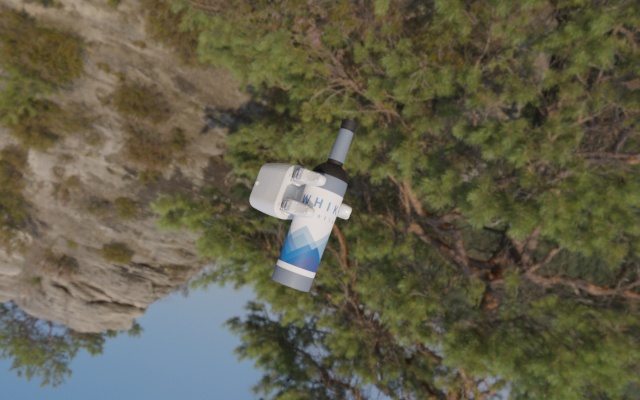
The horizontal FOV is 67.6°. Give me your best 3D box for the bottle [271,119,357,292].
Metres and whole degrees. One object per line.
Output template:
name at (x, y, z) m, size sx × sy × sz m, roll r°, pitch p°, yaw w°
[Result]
bottle at (0.000, 0.003, 0.806) m, size 0.069 × 0.295 × 0.069 m, roll 20°, pitch -5°, yaw 2°
